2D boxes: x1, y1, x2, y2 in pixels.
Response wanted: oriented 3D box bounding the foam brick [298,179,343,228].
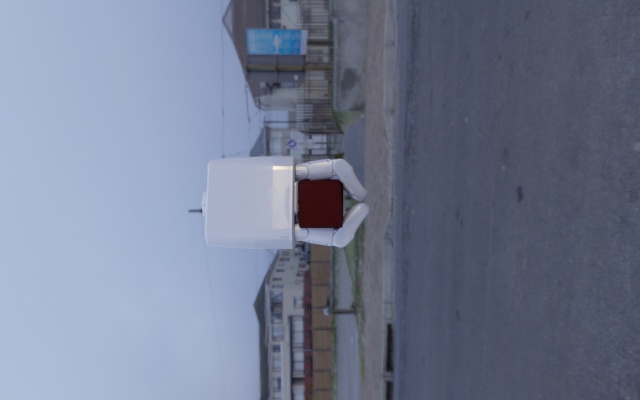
[{"bbox_3d":[0.000,0.002,0.573,0.051,0.053,0.078,0,5,0],"label":"foam brick"}]
